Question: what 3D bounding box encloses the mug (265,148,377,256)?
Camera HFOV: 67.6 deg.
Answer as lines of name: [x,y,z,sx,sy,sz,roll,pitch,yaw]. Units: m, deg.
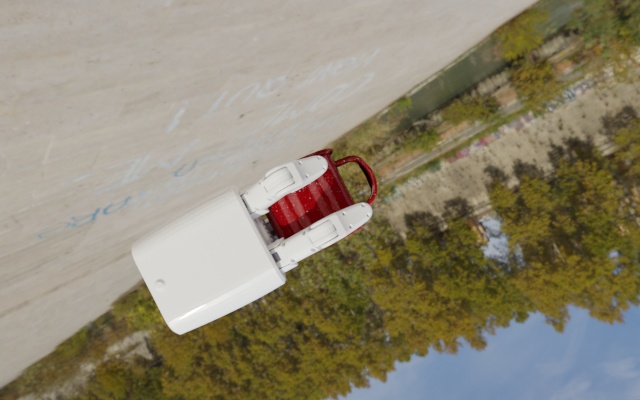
mug: [0.001,0.001,0.464,0.117,0.081,0.093,-28,-4,-2]
